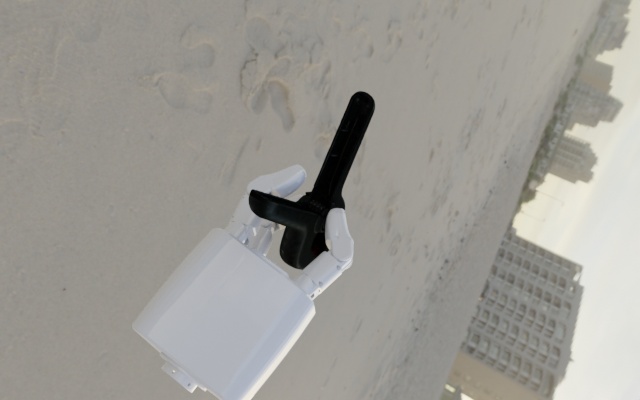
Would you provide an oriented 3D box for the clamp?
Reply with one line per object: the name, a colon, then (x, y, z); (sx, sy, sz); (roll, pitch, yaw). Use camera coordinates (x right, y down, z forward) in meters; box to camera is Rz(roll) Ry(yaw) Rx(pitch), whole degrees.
clamp: (0.001, 0.002, 0.479); (0.036, 0.164, 0.210); (31, -27, 20)
